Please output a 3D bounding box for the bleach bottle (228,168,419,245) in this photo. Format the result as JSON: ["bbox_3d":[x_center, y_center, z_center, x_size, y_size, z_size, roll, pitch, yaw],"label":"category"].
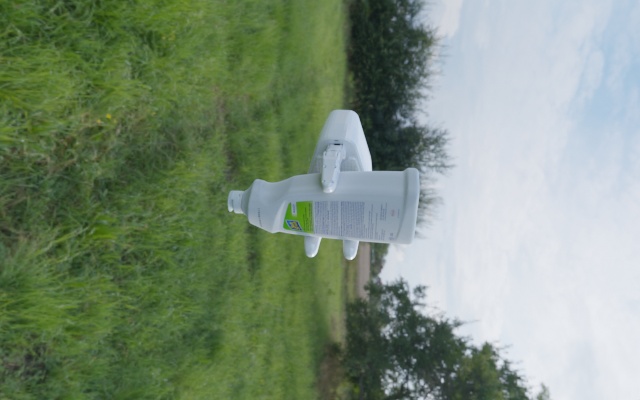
[{"bbox_3d":[0.000,0.002,0.638,0.251,0.103,0.068,4,35,7],"label":"bleach bottle"}]
